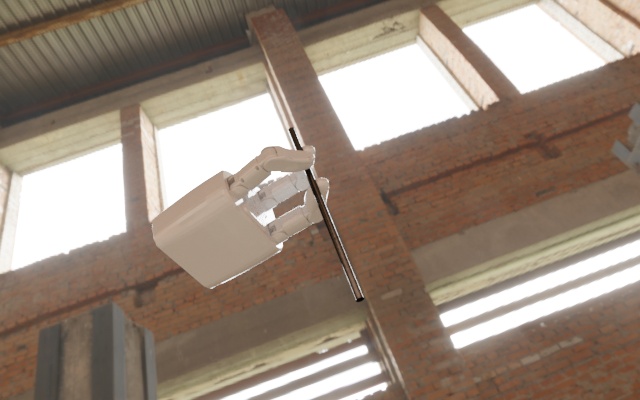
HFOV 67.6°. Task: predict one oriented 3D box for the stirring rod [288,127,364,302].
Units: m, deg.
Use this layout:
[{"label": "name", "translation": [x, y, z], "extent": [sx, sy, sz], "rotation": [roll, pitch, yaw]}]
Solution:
[{"label": "stirring rod", "translation": [0.000, 0.002, 0.501], "extent": [0.011, 0.239, 0.011], "rotation": [-13, -40, -11]}]
